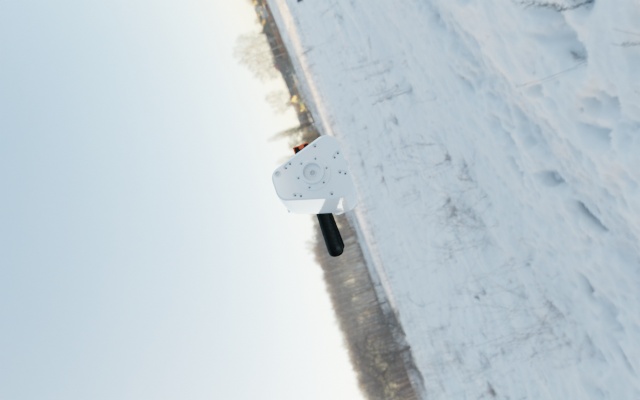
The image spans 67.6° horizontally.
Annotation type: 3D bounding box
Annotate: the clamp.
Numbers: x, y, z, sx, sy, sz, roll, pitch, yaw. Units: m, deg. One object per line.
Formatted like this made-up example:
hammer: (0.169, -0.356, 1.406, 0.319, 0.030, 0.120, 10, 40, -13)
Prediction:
clamp: (-0.001, 0.002, 0.841, 0.036, 0.210, 0.164, -20, -11, 1)
